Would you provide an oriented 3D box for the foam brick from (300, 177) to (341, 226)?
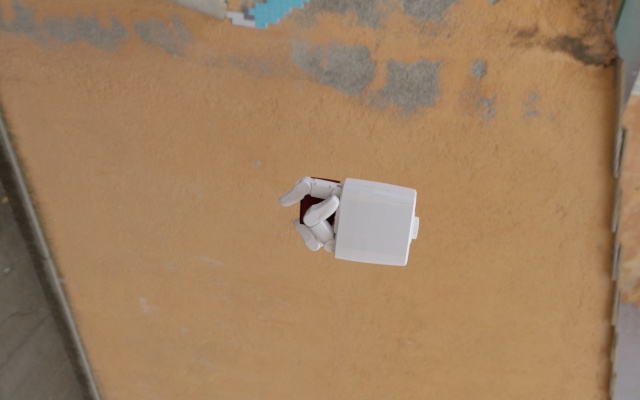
[{"bbox_3d":[0.000,0.002,0.759,0.051,0.053,0.078,7,25,8],"label":"foam brick"}]
